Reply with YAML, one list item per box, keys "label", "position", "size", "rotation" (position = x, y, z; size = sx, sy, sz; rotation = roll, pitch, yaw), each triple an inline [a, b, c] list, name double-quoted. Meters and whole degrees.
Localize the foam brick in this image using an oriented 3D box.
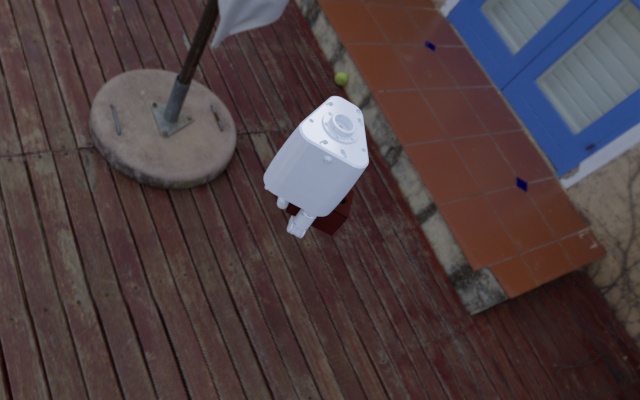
- label: "foam brick"
  position: [0.000, 0.002, 0.669]
  size: [0.078, 0.053, 0.051]
  rotation: [28, -44, -12]
